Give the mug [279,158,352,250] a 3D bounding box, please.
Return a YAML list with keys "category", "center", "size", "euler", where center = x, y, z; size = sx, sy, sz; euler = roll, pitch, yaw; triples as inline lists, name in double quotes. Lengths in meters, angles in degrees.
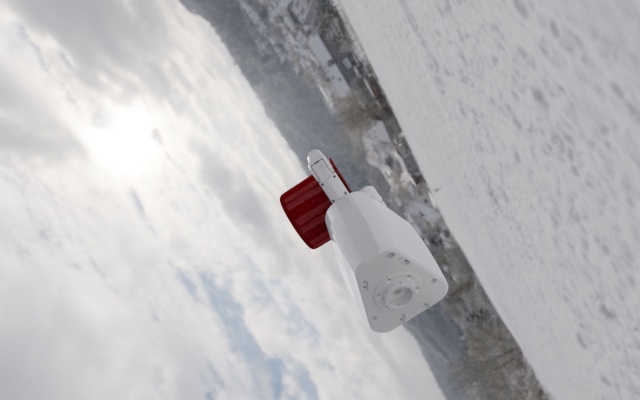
- category: "mug"
  center: [0.000, 0.001, 0.605]
  size: [0.081, 0.093, 0.117]
  euler: [-32, 31, 4]
